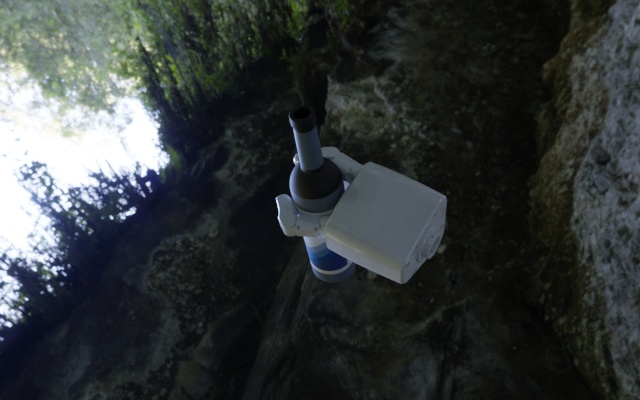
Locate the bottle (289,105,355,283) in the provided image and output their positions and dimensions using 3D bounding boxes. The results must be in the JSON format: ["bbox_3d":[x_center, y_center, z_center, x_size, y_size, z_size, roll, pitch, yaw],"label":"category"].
[{"bbox_3d":[0.000,0.002,0.616,0.069,0.069,0.296,0,-40,10],"label":"bottle"}]
